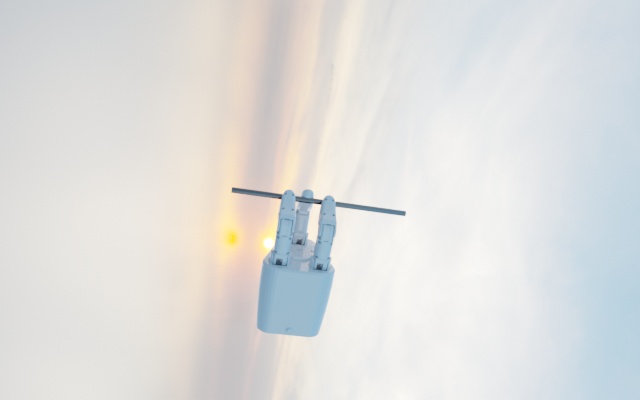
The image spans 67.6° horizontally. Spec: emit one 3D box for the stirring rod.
[{"bbox_3d":[0.000,0.002,0.650,0.239,0.011,0.011,8,-1,-8],"label":"stirring rod"}]
